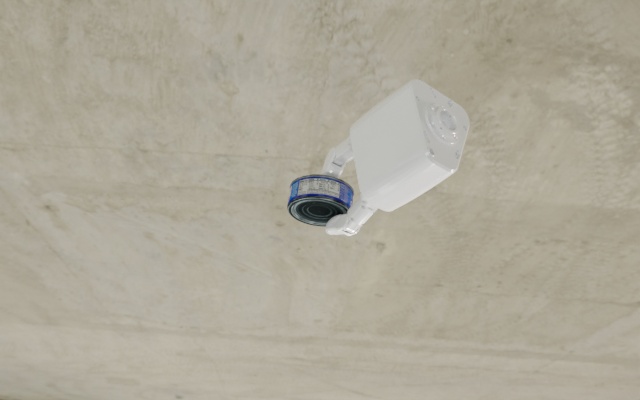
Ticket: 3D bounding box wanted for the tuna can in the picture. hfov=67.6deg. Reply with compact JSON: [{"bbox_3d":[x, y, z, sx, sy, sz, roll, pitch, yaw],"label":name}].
[{"bbox_3d":[0.000,0.003,0.622,0.086,0.033,0.086,5,-27,3],"label":"tuna can"}]
